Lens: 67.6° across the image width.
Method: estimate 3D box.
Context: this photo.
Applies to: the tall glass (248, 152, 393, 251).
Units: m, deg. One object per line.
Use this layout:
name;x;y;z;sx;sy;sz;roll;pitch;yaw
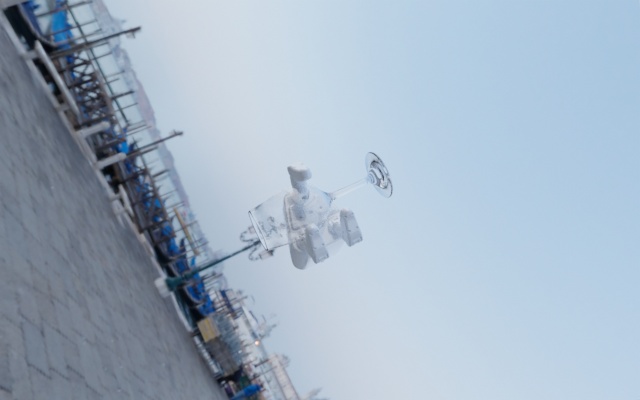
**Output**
tall glass;0.001;0.002;0.689;0.201;0.079;0.079;-25;7;-15
